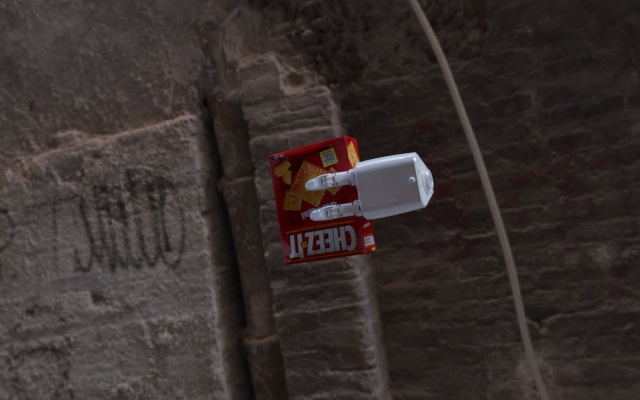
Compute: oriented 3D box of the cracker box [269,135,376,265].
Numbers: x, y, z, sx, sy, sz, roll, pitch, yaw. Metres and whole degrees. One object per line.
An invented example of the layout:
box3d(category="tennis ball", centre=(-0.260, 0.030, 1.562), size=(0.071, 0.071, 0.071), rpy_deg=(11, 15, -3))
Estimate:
box3d(category="cracker box", centre=(0.000, 0.003, 0.889), size=(0.164, 0.213, 0.072), rpy_deg=(-11, -5, 24))
